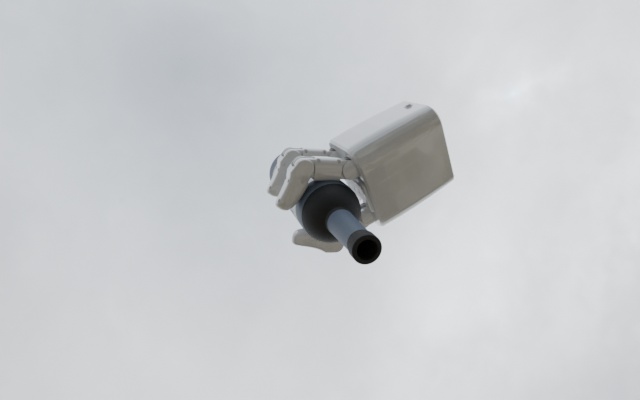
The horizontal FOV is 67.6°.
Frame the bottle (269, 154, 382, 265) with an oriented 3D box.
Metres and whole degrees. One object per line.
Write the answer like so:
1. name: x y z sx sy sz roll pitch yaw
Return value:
1. bottle: 0.000 0.002 0.539 0.069 0.069 0.295 0 16 -16
